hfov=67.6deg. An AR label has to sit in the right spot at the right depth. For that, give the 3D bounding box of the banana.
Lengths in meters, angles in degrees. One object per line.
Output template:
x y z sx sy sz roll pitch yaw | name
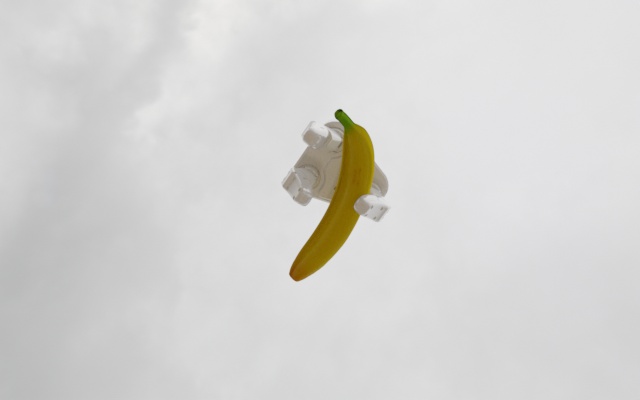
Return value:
0.018 0.001 0.517 0.069 0.198 0.037 7 20 -24 | banana
